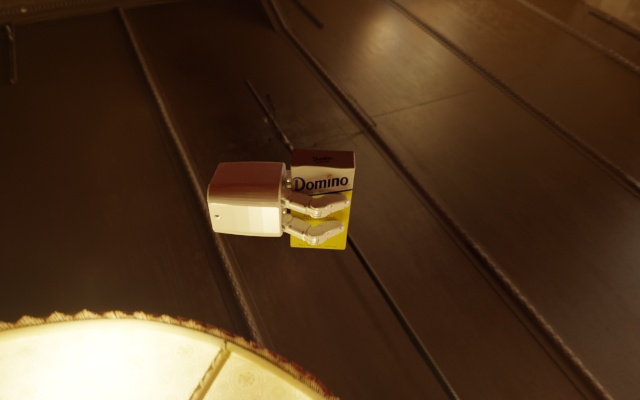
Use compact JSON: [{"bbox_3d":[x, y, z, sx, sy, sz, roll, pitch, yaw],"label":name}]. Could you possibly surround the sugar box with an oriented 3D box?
[{"bbox_3d":[0.000,0.003,0.738,0.093,0.048,0.176,2,-44,0],"label":"sugar box"}]
